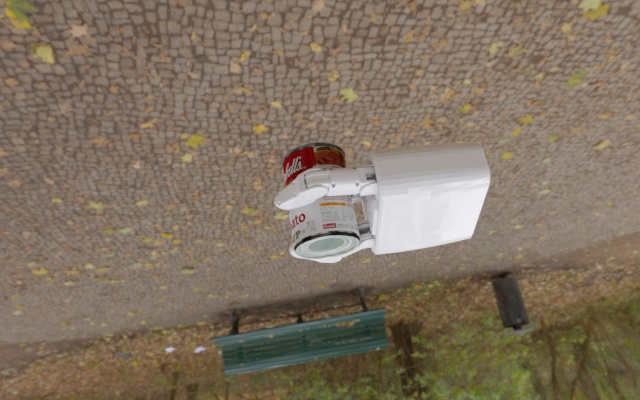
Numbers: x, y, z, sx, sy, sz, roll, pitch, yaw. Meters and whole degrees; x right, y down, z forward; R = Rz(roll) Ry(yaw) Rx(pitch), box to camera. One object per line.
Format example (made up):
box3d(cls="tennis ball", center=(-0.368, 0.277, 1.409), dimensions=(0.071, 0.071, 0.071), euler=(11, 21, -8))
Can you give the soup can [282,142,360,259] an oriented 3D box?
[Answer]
box3d(cls="soup can", center=(0.000, 0.002, 0.489), dimensions=(0.068, 0.102, 0.068), euler=(-7, -25, -4))
